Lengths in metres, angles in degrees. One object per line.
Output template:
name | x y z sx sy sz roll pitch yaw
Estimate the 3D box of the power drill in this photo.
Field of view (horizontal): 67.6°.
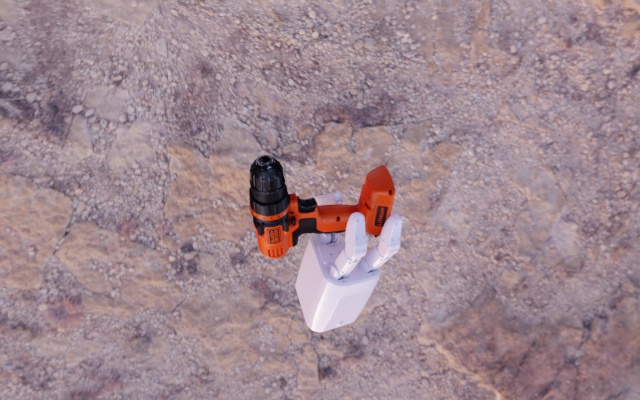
power drill | 0.001 0.002 0.636 0.187 0.057 0.185 -7 -38 -7
